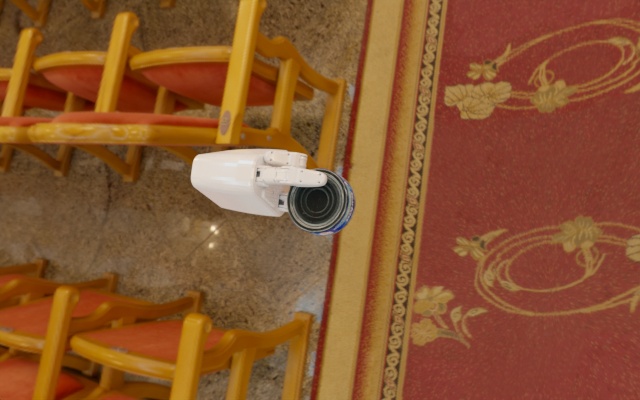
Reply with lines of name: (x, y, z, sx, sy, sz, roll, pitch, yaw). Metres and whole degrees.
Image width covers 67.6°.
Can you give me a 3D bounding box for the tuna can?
tuna can: (0.000, 0.002, 0.620, 0.086, 0.086, 0.034, 0, -9, 20)
